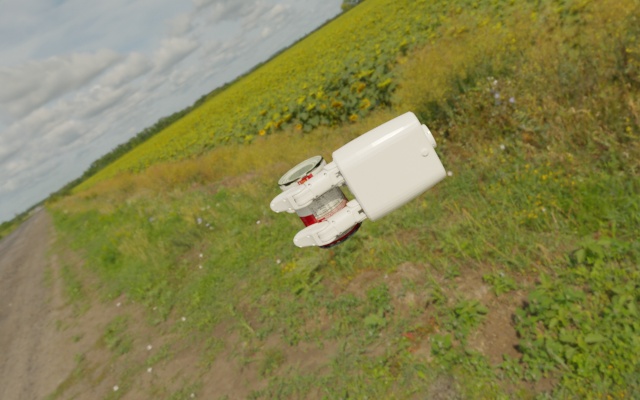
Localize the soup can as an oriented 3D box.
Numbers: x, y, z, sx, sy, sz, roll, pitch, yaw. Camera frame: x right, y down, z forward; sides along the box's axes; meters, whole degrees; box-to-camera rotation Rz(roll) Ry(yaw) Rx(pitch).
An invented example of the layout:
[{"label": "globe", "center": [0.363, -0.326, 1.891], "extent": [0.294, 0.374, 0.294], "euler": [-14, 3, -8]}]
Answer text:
[{"label": "soup can", "center": [0.000, 0.002, 0.616], "extent": [0.068, 0.102, 0.068], "euler": [-29, 17, 10]}]
